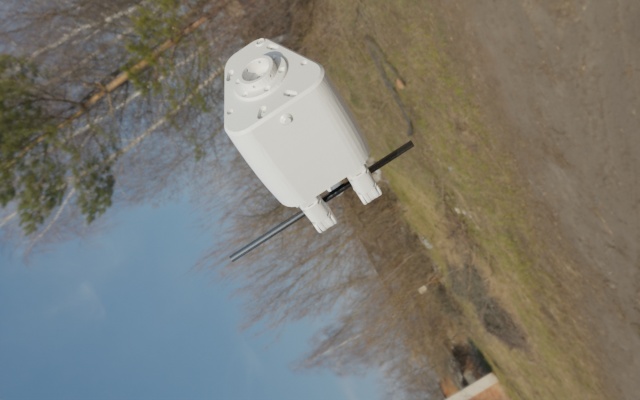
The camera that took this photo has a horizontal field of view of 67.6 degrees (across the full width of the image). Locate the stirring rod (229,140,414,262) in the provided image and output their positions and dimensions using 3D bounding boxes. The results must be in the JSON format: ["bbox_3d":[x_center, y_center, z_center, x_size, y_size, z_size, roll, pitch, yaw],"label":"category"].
[{"bbox_3d":[0.000,0.002,0.533,0.239,0.011,0.011,-33,-2,4],"label":"stirring rod"}]
